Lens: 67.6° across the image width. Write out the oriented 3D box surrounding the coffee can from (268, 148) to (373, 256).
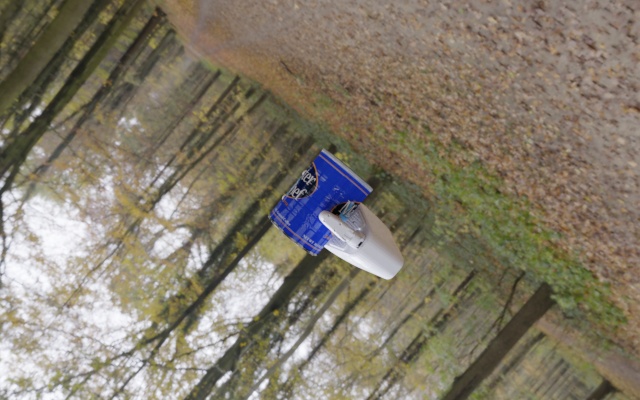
[{"bbox_3d":[0.000,0.002,0.763,0.103,0.140,0.103,40,3,-3],"label":"coffee can"}]
